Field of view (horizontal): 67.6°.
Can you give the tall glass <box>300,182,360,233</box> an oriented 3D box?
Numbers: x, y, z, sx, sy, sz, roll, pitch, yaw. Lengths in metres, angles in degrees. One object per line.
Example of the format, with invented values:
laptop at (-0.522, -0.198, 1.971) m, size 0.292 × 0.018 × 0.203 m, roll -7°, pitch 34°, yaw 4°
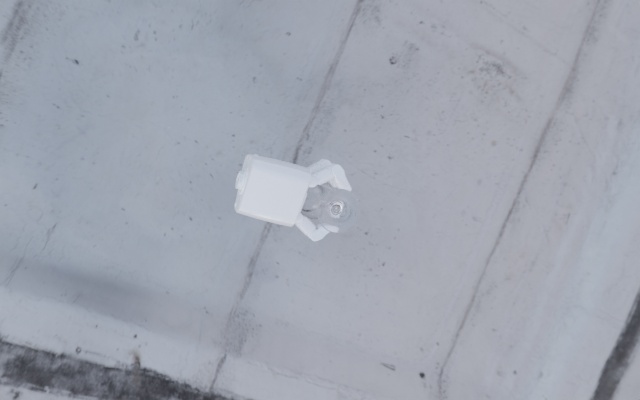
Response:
tall glass at (0.000, 0.003, 0.877) m, size 0.079 × 0.079 × 0.201 m, roll 0°, pitch 8°, yaw -17°
